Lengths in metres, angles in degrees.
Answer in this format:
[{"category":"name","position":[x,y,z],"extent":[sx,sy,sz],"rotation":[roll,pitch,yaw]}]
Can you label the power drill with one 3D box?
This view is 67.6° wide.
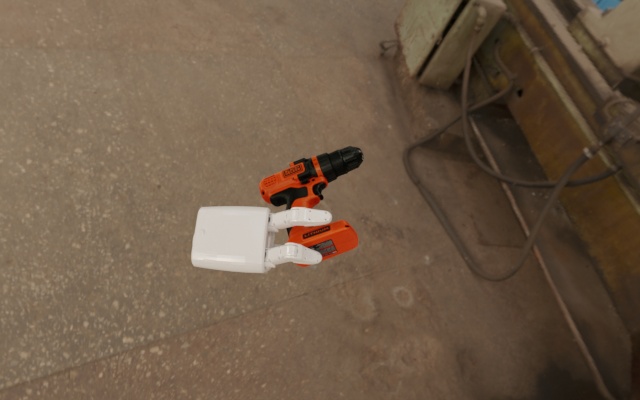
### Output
[{"category":"power drill","position":[0.000,0.003,0.758],"extent":[0.184,0.187,0.057],"rotation":[-23,-45,6]}]
